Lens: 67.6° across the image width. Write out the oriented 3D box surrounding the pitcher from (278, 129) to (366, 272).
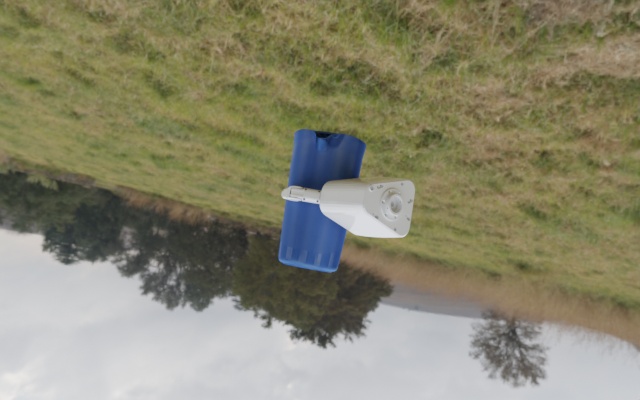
[{"bbox_3d":[0.000,0.003,0.870,0.149,0.243,0.145,15,-8,-35],"label":"pitcher"}]
